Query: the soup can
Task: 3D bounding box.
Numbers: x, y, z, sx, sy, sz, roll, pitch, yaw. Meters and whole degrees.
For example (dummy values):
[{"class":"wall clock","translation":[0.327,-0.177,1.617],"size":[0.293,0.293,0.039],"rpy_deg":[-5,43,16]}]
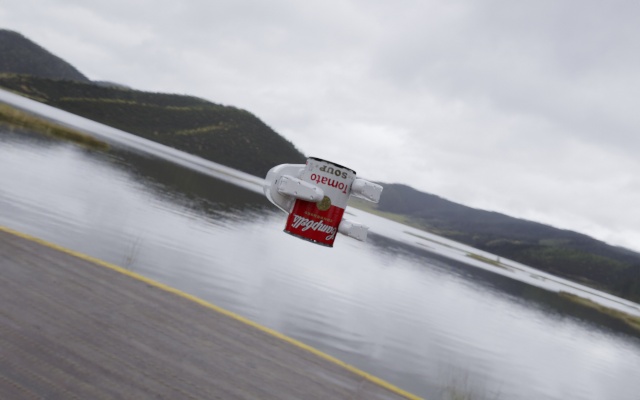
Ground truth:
[{"class":"soup can","translation":[0.000,0.002,0.610],"size":[0.068,0.102,0.068],"rpy_deg":[19,0,0]}]
